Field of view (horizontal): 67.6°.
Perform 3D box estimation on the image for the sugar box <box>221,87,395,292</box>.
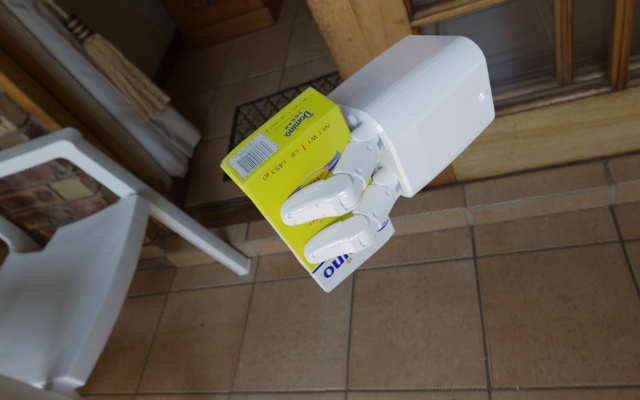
[{"bbox_3d":[0.000,0.001,0.410,0.048,0.093,0.176,43,-10,44],"label":"sugar box"}]
